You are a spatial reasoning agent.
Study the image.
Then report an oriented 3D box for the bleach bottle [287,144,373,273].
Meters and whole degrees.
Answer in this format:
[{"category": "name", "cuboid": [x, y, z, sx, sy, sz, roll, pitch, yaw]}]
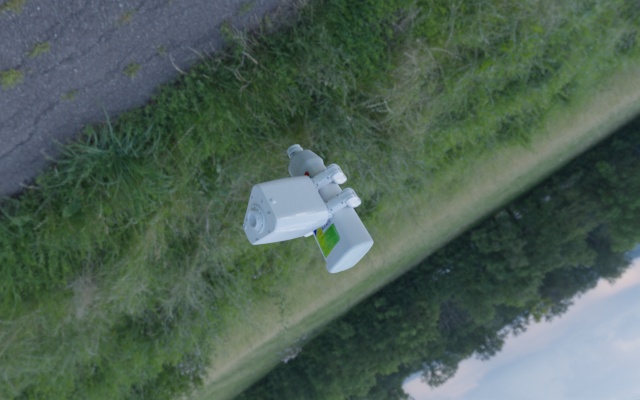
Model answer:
[{"category": "bleach bottle", "cuboid": [0.000, 0.003, 0.895, 0.068, 0.250, 0.103, -10, -31, -37]}]
